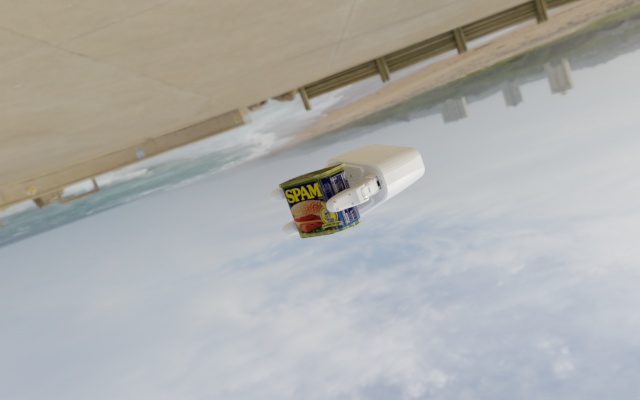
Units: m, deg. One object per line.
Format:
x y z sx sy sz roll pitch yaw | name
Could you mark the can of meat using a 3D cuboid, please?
0.000 0.002 0.667 0.102 0.084 0.057 -12 11 45 | can of meat
